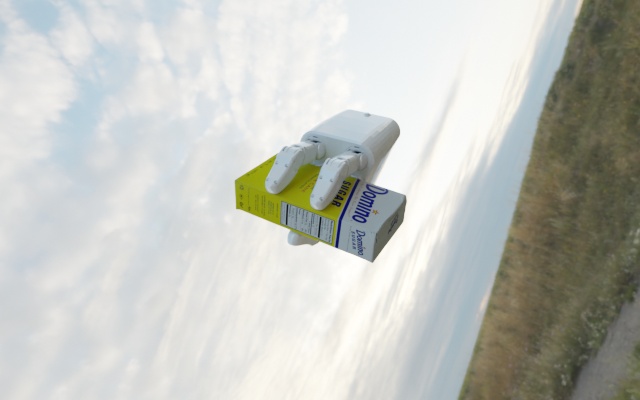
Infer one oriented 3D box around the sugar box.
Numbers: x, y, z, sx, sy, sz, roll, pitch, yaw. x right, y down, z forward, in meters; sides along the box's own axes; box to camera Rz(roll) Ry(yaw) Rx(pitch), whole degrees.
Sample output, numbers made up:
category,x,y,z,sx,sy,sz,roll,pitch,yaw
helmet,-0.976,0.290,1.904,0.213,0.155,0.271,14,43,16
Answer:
category,x,y,z,sx,sy,sz,roll,pitch,yaw
sugar box,0.000,0.001,0.541,0.176,0.048,0.093,17,34,23
